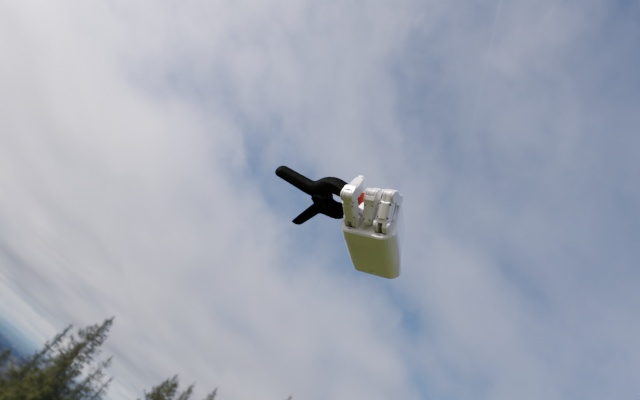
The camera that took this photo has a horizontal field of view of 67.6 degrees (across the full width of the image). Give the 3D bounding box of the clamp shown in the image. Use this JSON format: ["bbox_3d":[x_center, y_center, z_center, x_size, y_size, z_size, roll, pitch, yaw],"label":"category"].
[{"bbox_3d":[0.001,0.002,0.844,0.171,0.120,0.039,13,44,32],"label":"clamp"}]
